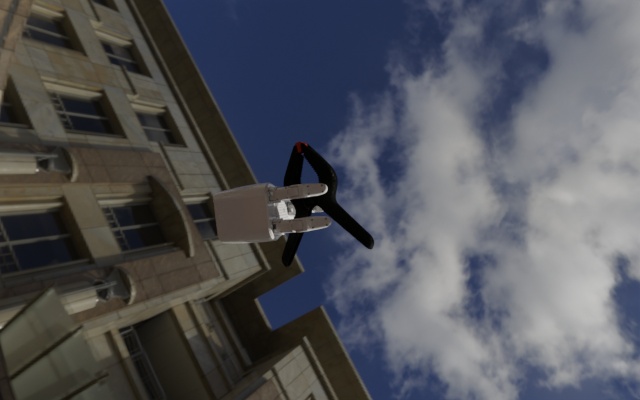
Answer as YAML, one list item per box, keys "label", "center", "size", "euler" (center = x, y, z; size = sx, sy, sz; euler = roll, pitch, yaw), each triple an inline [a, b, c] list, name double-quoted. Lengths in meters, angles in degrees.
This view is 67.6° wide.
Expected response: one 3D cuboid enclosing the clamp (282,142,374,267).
- label: "clamp"
  center: [0.000, 0.002, 0.805]
  size: [0.164, 0.210, 0.036]
  euler: [-7, 0, 17]
